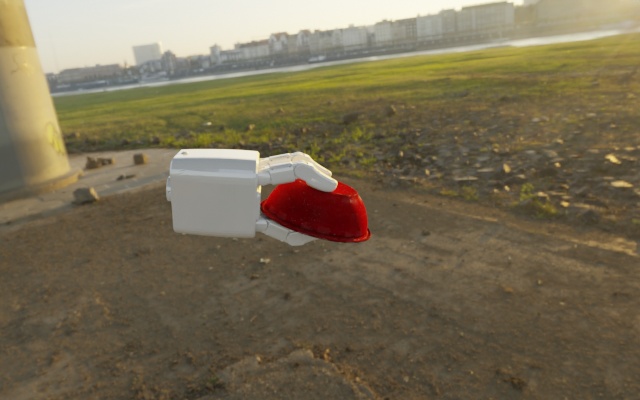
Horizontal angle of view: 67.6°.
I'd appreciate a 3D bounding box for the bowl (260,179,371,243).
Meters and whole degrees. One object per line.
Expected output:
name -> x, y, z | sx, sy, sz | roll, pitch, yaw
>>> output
bowl -> 0.001, 0.002, 0.664 | 0.162, 0.055, 0.162 | 15, 14, -4
